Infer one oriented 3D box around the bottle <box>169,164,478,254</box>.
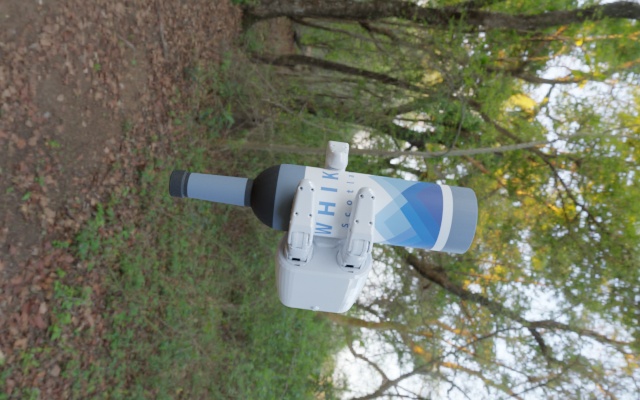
[{"bbox_3d":[0.000,0.002,0.476,0.296,0.069,0.069,7,0,-2],"label":"bottle"}]
